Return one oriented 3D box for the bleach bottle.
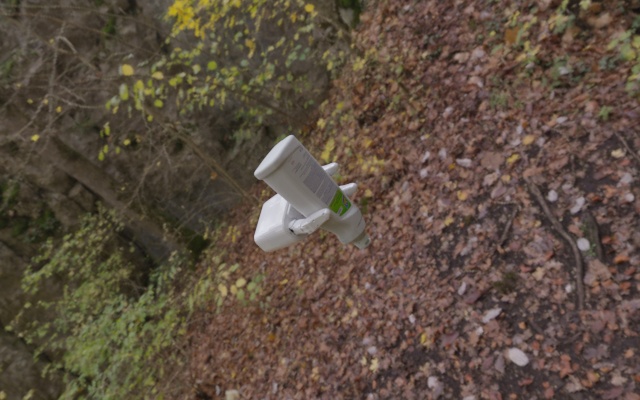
[{"bbox_3d":[0.000,0.003,0.875,0.068,0.251,0.102,-26,25,44],"label":"bleach bottle"}]
